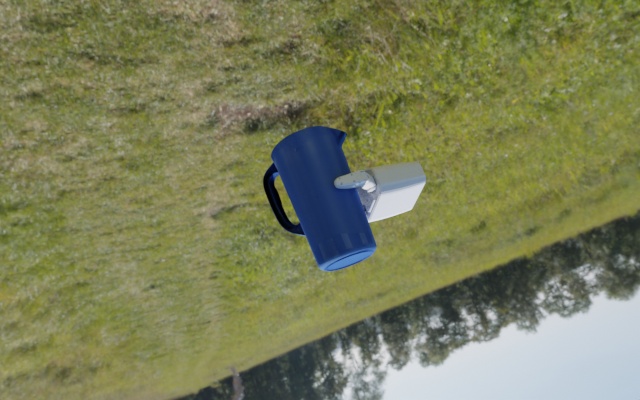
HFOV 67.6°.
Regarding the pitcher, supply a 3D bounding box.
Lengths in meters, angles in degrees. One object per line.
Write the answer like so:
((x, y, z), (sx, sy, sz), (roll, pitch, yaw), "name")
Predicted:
((0.000, 0.003, 0.865), (0.145, 0.242, 0.149), (-12, -20, -25), "pitcher")
